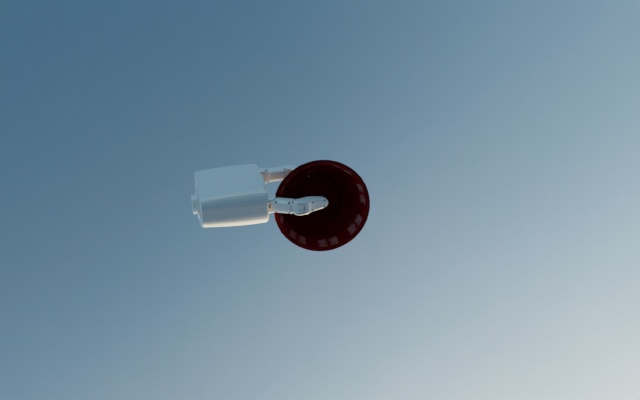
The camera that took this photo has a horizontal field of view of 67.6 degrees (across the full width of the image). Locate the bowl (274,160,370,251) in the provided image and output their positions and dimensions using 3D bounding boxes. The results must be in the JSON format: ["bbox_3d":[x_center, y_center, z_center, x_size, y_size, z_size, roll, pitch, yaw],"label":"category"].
[{"bbox_3d":[0.001,0.003,0.813,0.162,0.162,0.055,0,20,-7],"label":"bowl"}]
